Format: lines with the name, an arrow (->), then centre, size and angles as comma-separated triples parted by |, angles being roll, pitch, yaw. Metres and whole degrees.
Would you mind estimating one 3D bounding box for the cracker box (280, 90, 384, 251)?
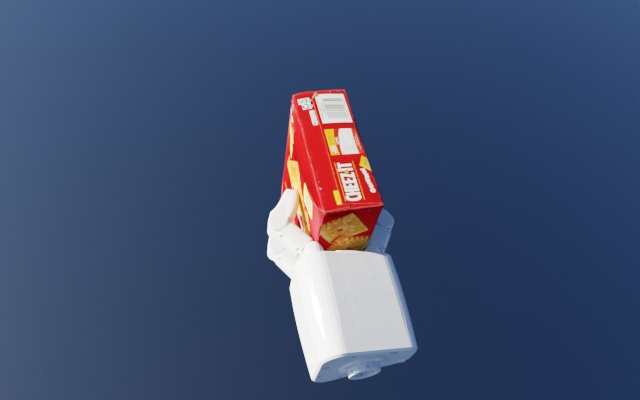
cracker box -> 0.000, 0.002, 0.577 | 0.072, 0.164, 0.214 | -6, -33, -14
